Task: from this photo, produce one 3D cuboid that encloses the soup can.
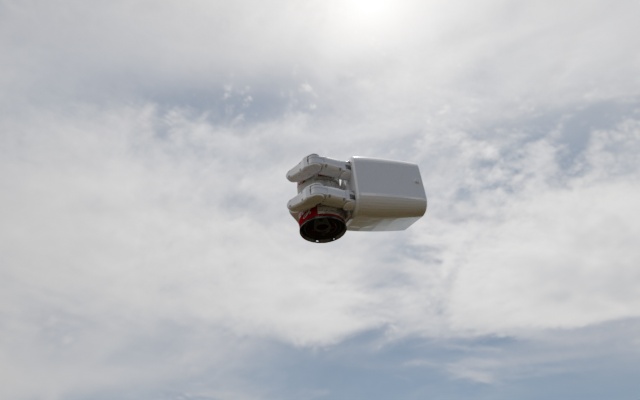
[{"bbox_3d":[0.000,0.002,0.705,0.068,0.102,0.069,-3,-36,-2],"label":"soup can"}]
